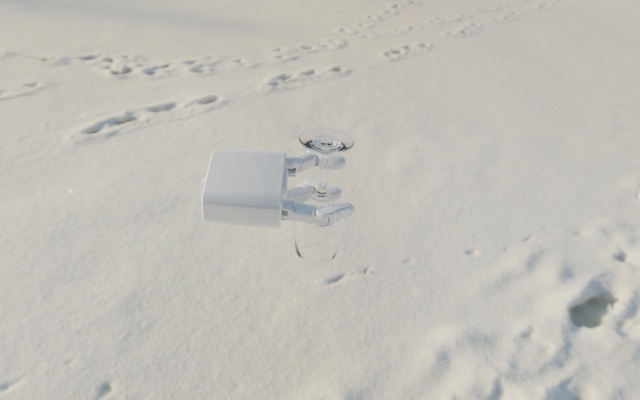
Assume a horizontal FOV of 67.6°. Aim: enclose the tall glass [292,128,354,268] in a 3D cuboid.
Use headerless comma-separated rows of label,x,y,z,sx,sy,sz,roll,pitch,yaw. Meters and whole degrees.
tall glass,0.000,0.002,0.689,0.079,0.201,0.079,4,33,-2
